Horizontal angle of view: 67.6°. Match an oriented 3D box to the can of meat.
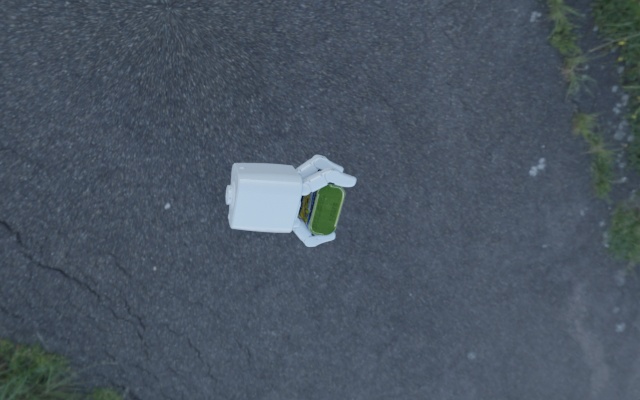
[{"bbox_3d":[0.000,0.003,0.858,0.057,0.102,0.084,7,19,-19],"label":"can of meat"}]
